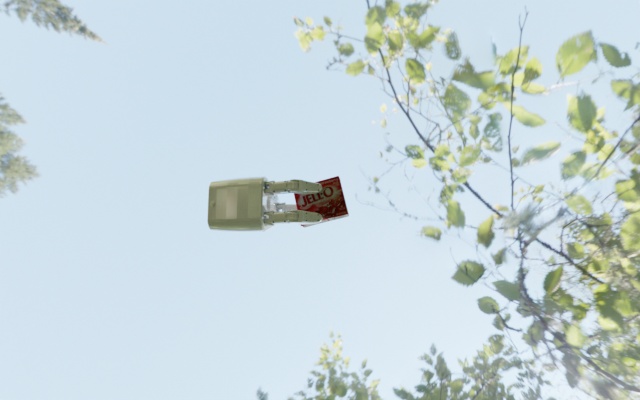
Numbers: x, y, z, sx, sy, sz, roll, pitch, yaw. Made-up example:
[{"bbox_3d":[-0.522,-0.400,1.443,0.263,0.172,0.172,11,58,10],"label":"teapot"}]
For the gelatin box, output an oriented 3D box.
[{"bbox_3d":[0.001,0.003,0.865,0.089,0.073,0.030,-14,-12,5],"label":"gelatin box"}]
